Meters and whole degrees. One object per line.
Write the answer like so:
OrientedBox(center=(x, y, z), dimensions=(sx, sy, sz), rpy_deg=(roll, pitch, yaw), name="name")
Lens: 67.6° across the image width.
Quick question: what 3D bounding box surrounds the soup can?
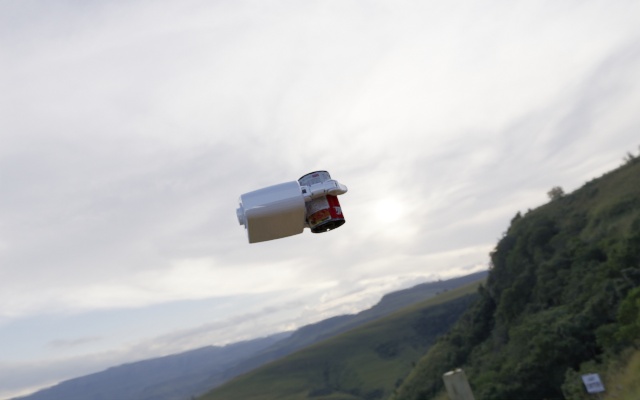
OrientedBox(center=(0.001, 0.002, 0.894), dimensions=(0.068, 0.102, 0.068), rpy_deg=(-16, -18, -5), name="soup can")
